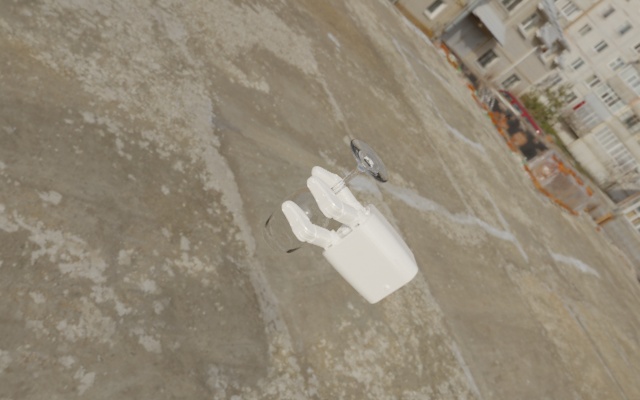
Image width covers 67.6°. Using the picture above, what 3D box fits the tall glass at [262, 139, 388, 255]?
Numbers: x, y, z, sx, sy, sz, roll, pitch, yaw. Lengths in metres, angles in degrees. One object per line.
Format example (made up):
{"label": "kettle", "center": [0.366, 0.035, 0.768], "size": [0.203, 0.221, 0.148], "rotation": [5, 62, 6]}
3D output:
{"label": "tall glass", "center": [0.000, 0.002, 0.695], "size": [0.201, 0.079, 0.079], "rotation": [-40, -21, 28]}
